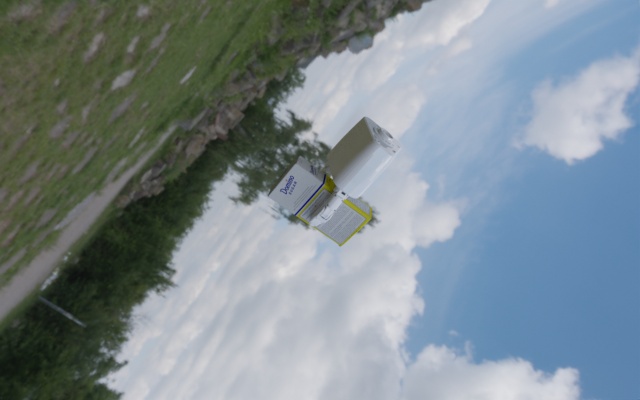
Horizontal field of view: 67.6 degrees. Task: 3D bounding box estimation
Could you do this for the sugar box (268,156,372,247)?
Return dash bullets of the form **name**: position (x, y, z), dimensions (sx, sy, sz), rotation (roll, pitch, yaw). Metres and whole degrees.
- **sugar box**: position (0.000, 0.003, 0.894), dimensions (0.176, 0.093, 0.048), rotation (37, 27, -12)
